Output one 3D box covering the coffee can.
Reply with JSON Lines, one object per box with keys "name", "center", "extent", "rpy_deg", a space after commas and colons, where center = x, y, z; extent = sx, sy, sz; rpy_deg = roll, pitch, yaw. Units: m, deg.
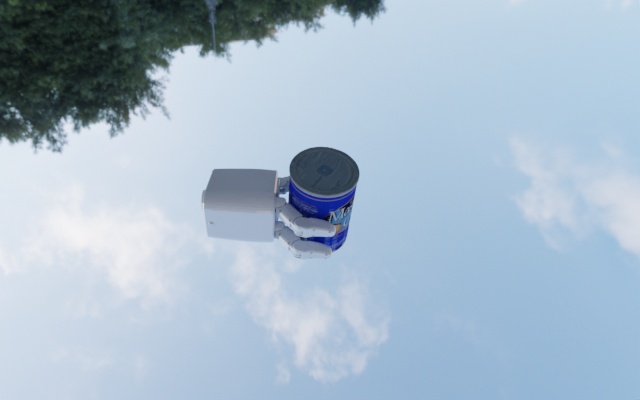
{"name": "coffee can", "center": [0.000, 0.002, 0.741], "extent": [0.103, 0.102, 0.140], "rpy_deg": [0, -43, -7]}
